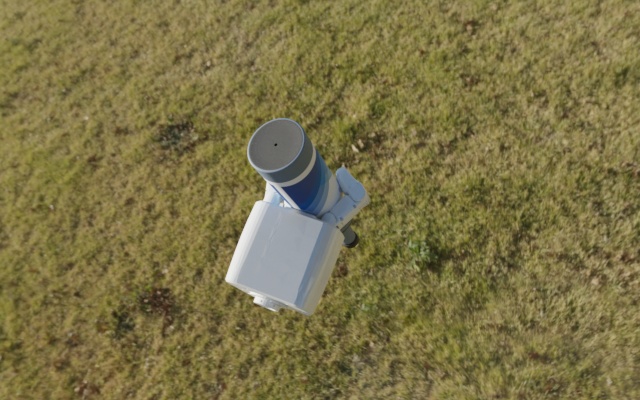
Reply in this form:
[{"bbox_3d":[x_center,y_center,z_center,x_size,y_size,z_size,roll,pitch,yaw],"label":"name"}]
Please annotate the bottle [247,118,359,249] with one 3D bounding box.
[{"bbox_3d":[0.000,0.002,0.626,0.069,0.069,0.296,0,-24,21],"label":"bottle"}]
